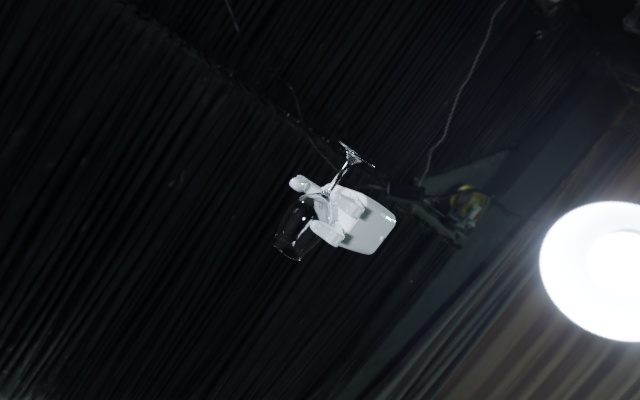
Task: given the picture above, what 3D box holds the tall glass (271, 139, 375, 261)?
[{"bbox_3d":[0.000,0.002,0.785,0.079,0.201,0.079,35,10,-7],"label":"tall glass"}]
